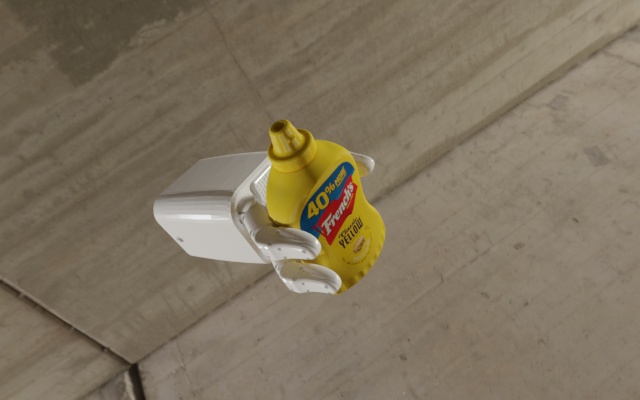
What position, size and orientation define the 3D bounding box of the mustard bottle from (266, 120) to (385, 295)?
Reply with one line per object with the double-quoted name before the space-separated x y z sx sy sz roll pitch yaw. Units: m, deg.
"mustard bottle" 0.000 0.002 0.446 0.058 0.096 0.192 24 -26 41
